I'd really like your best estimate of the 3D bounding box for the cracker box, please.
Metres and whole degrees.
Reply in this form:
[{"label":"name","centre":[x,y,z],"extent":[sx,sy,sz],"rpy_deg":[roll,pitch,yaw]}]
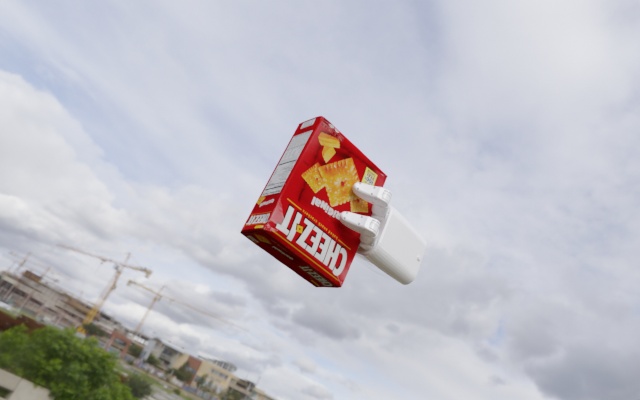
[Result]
[{"label":"cracker box","centre":[0.000,0.002,0.739],"extent":[0.164,0.213,0.072],"rpy_deg":[40,-30,-27]}]
